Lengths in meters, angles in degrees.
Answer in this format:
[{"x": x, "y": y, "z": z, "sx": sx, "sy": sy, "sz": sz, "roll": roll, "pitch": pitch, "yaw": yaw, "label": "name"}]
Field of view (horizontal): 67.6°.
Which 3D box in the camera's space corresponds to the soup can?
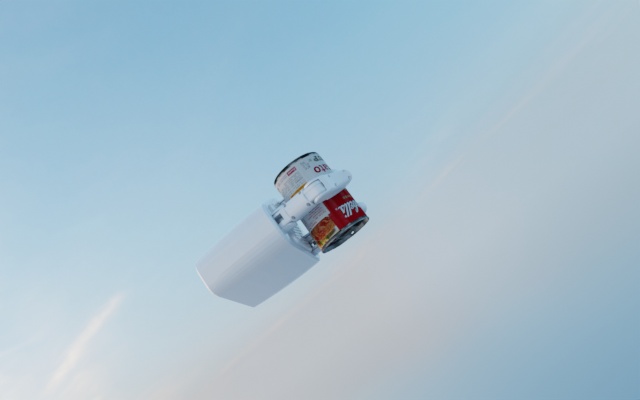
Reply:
[{"x": 0.000, "y": 0.001, "z": 0.563, "sx": 0.068, "sy": 0.102, "sz": 0.068, "roll": -34, "pitch": -15, "yaw": -10, "label": "soup can"}]
